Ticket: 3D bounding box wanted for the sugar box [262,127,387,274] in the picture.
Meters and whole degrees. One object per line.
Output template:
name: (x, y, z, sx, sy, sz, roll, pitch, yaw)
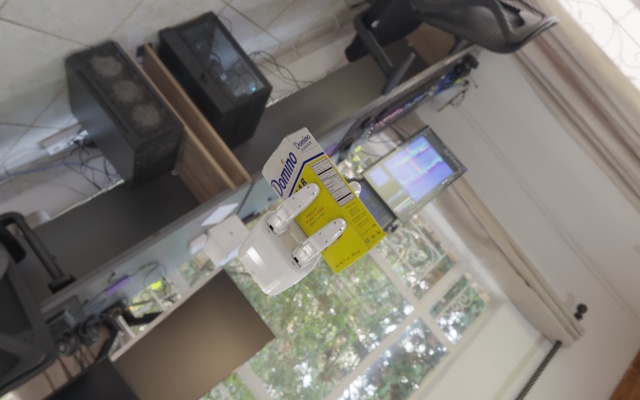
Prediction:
sugar box: (0.000, 0.002, 0.625, 0.048, 0.176, 0.093, -35, -7, -38)
